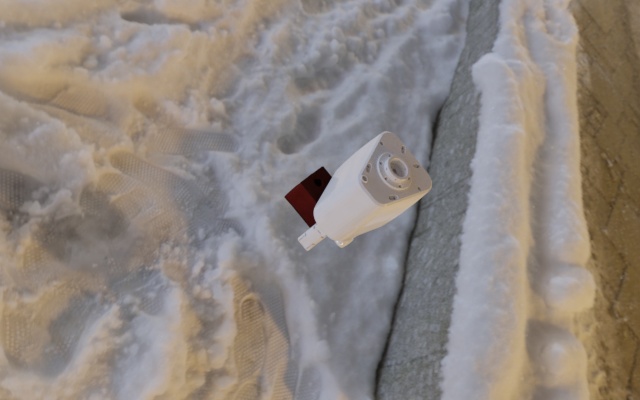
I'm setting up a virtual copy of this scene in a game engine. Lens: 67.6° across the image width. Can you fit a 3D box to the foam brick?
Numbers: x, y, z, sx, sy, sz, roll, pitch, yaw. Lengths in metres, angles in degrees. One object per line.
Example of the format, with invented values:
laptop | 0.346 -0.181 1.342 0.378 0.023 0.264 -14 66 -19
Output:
foam brick | 0.000 0.002 0.667 0.053 0.078 0.051 -39 -2 -38
